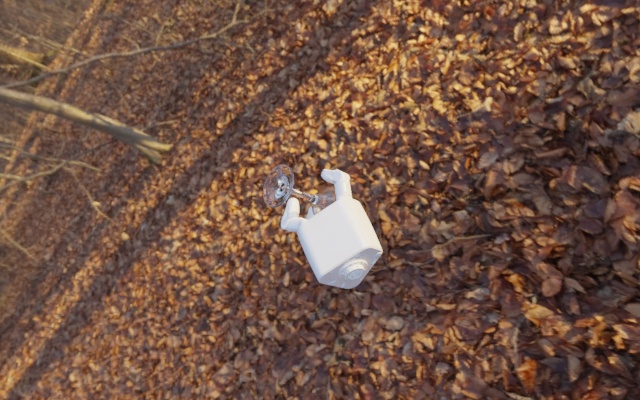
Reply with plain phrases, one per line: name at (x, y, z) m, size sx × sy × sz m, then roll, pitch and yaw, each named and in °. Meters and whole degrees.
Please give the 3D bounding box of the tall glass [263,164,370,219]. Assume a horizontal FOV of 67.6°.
tall glass at (0.000, 0.002, 0.840) m, size 0.201 × 0.079 × 0.079 m, roll 21°, pitch -14°, yaw -42°
